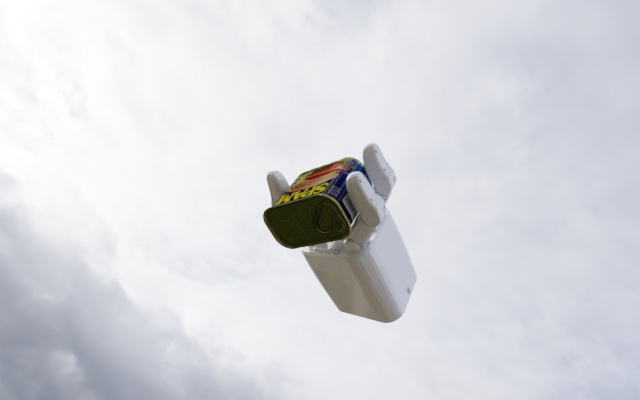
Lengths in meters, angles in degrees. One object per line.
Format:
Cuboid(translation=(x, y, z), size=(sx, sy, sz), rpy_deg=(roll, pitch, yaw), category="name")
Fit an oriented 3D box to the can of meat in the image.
Cuboid(translation=(0.000, 0.002, 0.531), size=(0.102, 0.057, 0.084), rpy_deg=(-15, 25, 36), category="can of meat")
